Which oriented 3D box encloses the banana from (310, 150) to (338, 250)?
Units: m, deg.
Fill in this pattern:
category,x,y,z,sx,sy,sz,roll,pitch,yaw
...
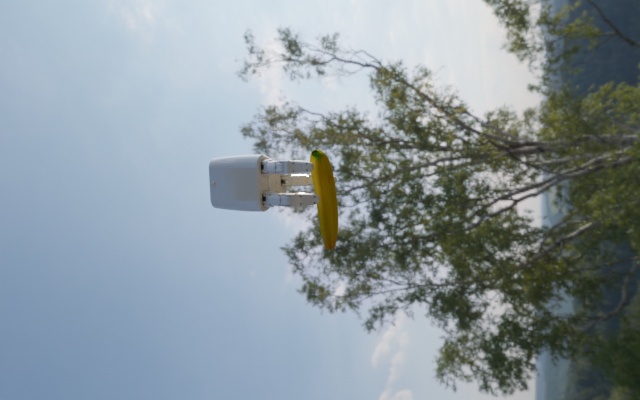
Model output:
category,x,y,z,sx,sy,sz,roll,pitch,yaw
banana,0.005,-0.010,0.832,0.037,0.198,0.069,0,32,19
